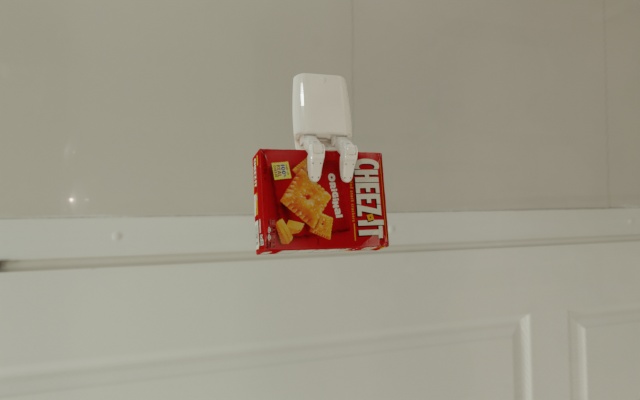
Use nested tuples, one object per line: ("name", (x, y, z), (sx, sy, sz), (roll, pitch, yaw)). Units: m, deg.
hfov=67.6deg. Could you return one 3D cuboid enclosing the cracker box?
("cracker box", (0.000, 0.003, 0.789), (0.214, 0.164, 0.072), (0, -10, -18))
